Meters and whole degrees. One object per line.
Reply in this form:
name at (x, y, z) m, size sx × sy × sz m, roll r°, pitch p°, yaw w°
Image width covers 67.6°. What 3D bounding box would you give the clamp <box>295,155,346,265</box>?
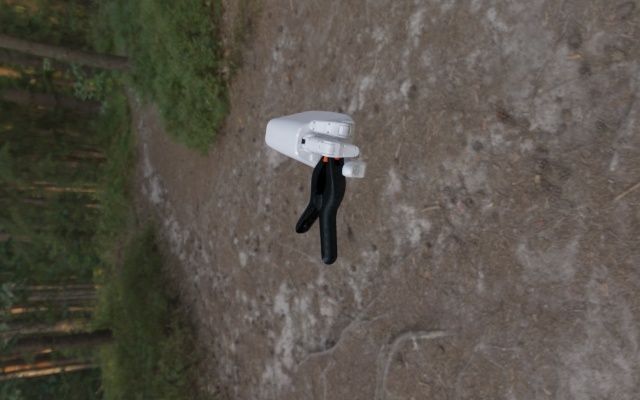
clamp at (0.000, 0.002, 0.752) m, size 0.039 × 0.171 × 0.120 m, roll 1°, pitch 14°, yaw -36°
